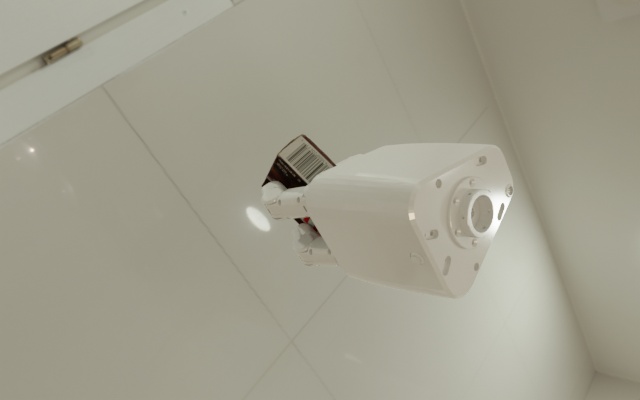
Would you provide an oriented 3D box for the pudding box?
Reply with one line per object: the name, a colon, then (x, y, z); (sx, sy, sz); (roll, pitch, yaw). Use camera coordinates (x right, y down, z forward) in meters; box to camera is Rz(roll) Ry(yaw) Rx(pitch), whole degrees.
pudding box: (0.000, 0.001, 0.457); (0.039, 0.113, 0.090); (-42, -2, -24)
